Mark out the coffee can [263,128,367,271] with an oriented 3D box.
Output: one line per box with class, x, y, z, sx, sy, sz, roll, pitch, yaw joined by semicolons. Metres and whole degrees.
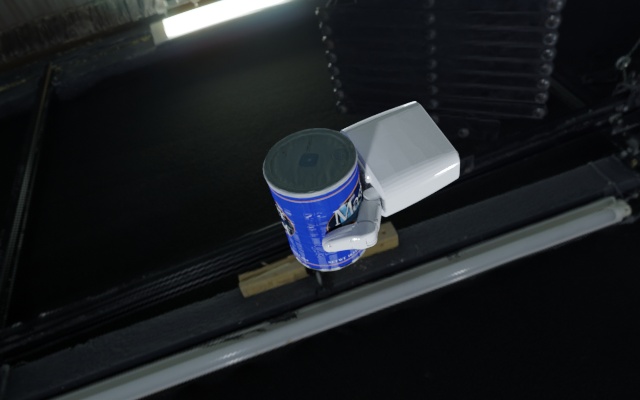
coffee can;0.000;0.002;0.562;0.103;0.102;0.140;0;-42;14
